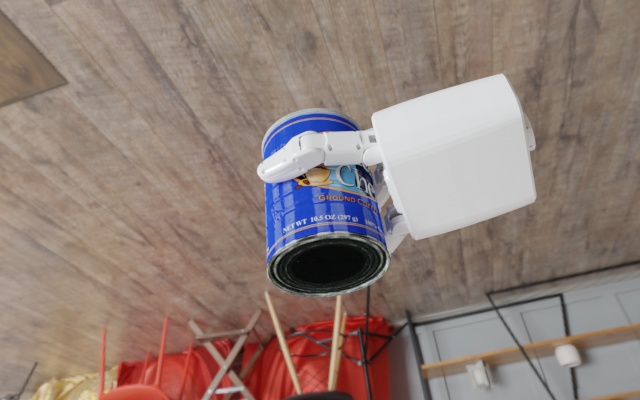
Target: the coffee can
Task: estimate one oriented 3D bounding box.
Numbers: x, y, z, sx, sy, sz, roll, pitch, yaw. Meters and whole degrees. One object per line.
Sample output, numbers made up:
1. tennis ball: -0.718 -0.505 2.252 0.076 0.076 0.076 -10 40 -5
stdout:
1. coffee can: 0.000 0.001 0.434 0.103 0.140 0.103 -5 -37 -3
